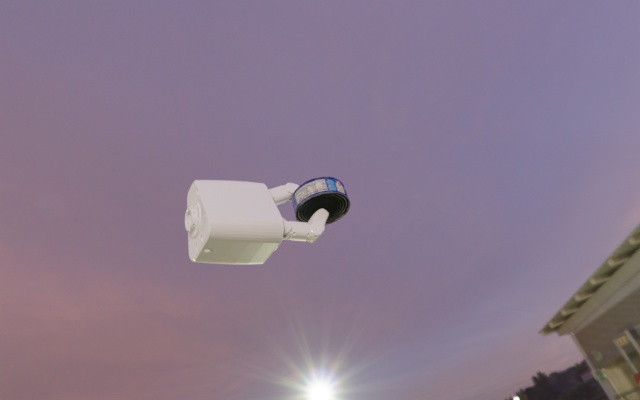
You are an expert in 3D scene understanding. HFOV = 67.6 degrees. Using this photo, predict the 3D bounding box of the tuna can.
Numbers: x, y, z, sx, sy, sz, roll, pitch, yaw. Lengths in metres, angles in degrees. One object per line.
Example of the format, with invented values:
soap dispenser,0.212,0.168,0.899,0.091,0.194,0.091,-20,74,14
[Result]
tuna can,0.000,0.002,0.731,0.086,0.033,0.086,-11,-35,-8
